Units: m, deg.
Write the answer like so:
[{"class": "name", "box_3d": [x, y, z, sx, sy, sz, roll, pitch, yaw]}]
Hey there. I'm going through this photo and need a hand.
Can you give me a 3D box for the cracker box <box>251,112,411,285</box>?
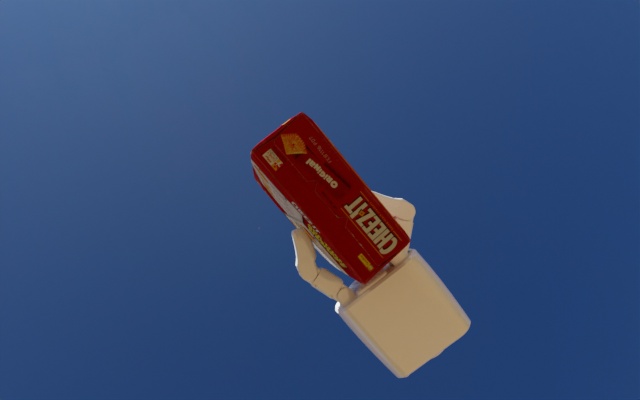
[{"class": "cracker box", "box_3d": [0.000, 0.002, 0.544, 0.072, 0.164, 0.214, -41, 2, -8]}]
